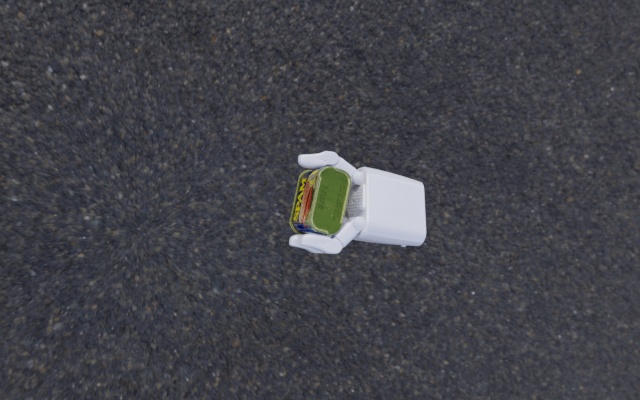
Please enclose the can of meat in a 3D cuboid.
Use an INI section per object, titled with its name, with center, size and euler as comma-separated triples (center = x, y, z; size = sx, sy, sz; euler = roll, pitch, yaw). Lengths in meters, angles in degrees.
[can of meat]
center = 0.000, 0.002, 0.709
size = 0.057, 0.102, 0.084
euler = 15, -8, -20
